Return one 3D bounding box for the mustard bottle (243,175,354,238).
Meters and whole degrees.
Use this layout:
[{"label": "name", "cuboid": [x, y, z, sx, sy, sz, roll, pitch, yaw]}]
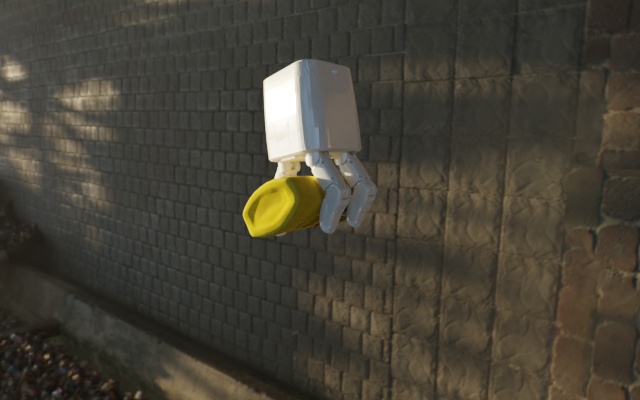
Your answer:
[{"label": "mustard bottle", "cuboid": [0.000, 0.002, 0.612, 0.096, 0.058, 0.191, -37, -18, 35]}]
